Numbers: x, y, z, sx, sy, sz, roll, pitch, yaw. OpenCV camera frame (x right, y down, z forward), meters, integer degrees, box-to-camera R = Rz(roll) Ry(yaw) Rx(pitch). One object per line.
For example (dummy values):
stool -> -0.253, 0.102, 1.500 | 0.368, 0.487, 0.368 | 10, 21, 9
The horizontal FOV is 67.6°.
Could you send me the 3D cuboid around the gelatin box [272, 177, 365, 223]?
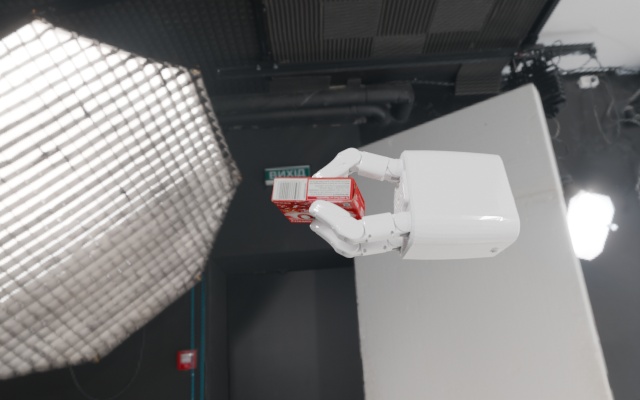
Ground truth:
gelatin box -> 0.000, 0.001, 0.521 | 0.089, 0.030, 0.073 | 1, -20, 14
